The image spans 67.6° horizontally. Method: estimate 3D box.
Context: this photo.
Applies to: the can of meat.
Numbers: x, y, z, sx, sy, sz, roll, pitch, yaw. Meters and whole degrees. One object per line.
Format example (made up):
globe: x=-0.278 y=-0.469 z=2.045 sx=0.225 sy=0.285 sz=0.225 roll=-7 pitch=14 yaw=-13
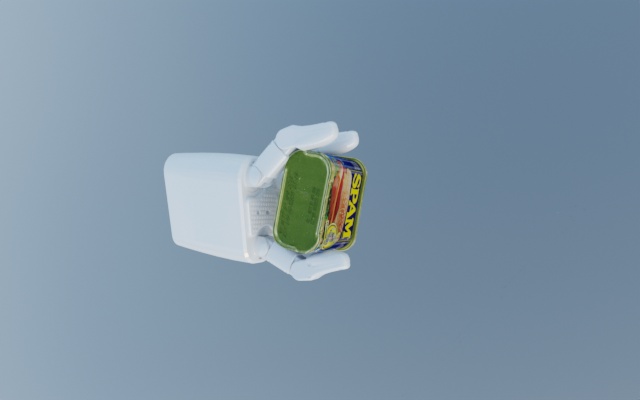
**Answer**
can of meat: x=0.000 y=0.002 z=0.482 sx=0.057 sy=0.102 sz=0.084 roll=12 pitch=4 yaw=27
